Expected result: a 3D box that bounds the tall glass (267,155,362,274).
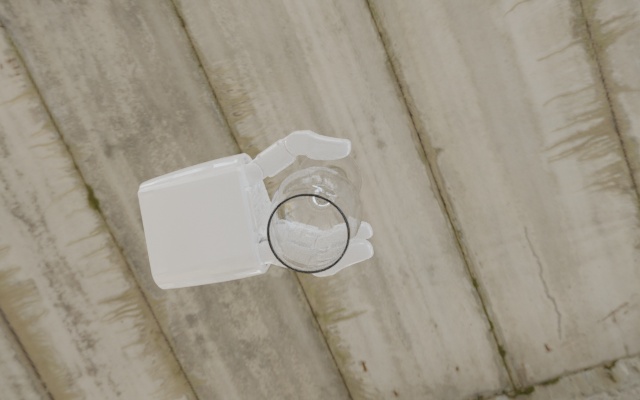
[{"bbox_3d":[0.000,0.001,0.444,0.079,0.079,0.201,0,14,5],"label":"tall glass"}]
